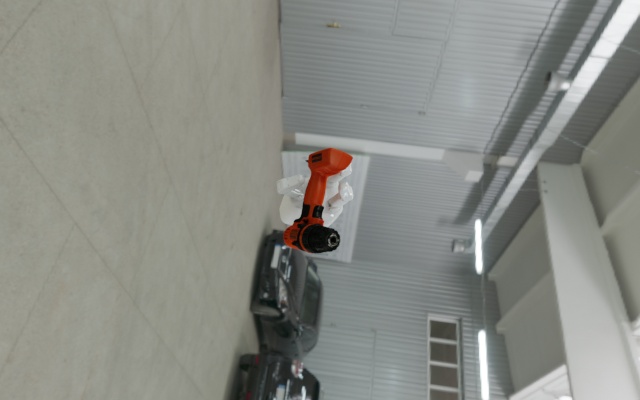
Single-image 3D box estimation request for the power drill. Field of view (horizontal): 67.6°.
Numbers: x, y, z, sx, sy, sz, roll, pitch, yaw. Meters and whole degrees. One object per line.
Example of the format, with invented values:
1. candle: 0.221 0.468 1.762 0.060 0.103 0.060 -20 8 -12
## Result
1. power drill: 0.000 0.002 0.859 0.057 0.187 0.184 21 -11 -24
